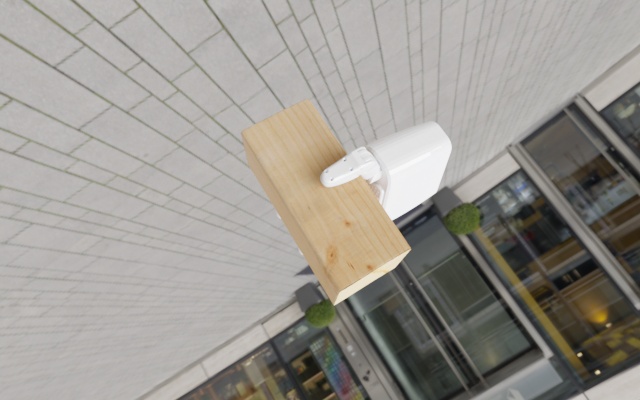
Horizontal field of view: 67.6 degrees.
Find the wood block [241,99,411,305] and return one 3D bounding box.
[{"bbox_3d":[0.001,0.002,0.545,0.090,0.206,0.091,-29,-17,-13],"label":"wood block"}]
